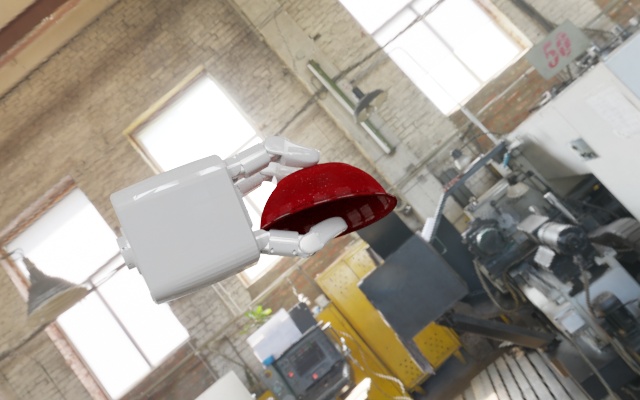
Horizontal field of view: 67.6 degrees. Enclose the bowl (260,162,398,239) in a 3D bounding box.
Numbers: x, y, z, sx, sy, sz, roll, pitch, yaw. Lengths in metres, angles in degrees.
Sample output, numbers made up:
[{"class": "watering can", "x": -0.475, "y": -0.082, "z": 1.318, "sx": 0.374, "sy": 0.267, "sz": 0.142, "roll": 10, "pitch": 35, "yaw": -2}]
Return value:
[{"class": "bowl", "x": 0.001, "y": 0.001, "z": 0.529, "sx": 0.162, "sy": 0.055, "sz": 0.162, "roll": -14, "pitch": -18, "yaw": -5}]
